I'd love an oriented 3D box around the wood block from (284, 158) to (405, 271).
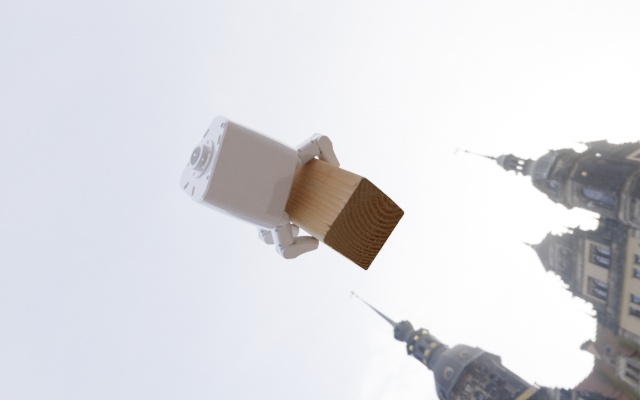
[{"bbox_3d":[0.000,0.002,0.645,0.090,0.091,0.206,37,-5,-36],"label":"wood block"}]
